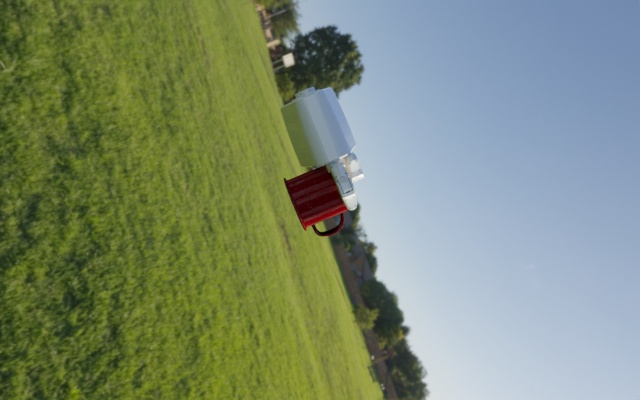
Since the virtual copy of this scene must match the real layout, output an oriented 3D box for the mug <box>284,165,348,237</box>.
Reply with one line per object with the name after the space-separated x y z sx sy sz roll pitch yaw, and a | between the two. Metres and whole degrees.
0.001 0.004 0.769 0.081 0.117 0.093 -22 12 0 | mug
